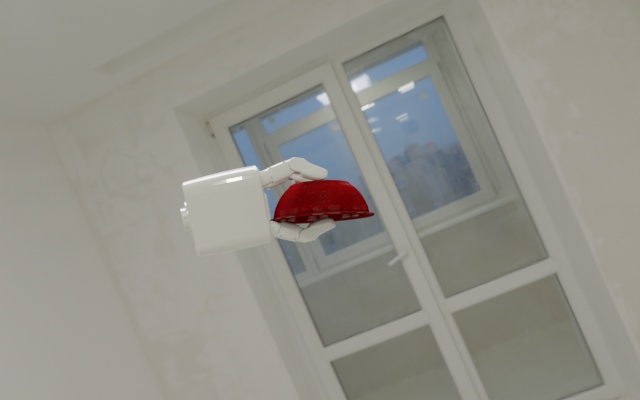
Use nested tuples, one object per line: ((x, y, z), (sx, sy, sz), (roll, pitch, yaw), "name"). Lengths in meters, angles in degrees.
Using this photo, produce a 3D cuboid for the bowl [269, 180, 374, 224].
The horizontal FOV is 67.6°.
((0.001, 0.002, 0.732), (0.162, 0.055, 0.162), (-3, -7, 0), "bowl")
